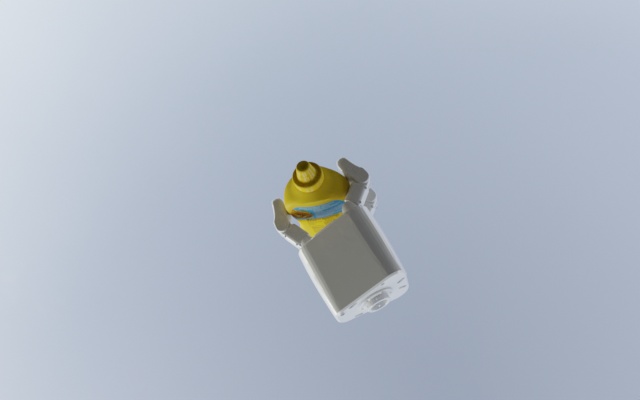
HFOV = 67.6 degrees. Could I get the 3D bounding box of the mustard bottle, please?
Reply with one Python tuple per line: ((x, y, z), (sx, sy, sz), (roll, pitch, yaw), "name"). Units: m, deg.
((0.000, 0.002, 0.682), (0.096, 0.058, 0.192), (-9, -30, 11), "mustard bottle")
